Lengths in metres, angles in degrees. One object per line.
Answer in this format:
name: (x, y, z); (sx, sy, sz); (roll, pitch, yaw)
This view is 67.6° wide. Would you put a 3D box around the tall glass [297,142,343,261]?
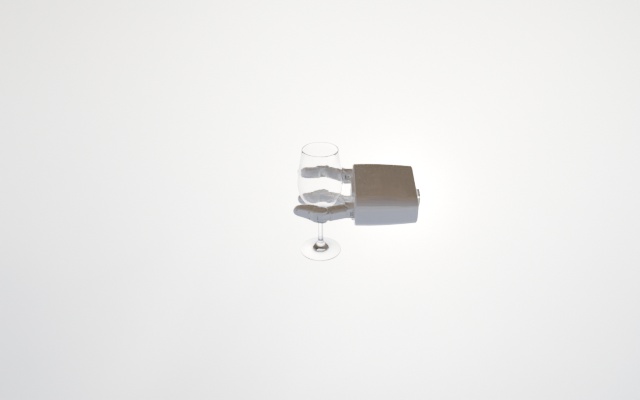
tall glass: (0.000, 0.003, 0.827); (0.079, 0.201, 0.079); (-1, 30, 0)
